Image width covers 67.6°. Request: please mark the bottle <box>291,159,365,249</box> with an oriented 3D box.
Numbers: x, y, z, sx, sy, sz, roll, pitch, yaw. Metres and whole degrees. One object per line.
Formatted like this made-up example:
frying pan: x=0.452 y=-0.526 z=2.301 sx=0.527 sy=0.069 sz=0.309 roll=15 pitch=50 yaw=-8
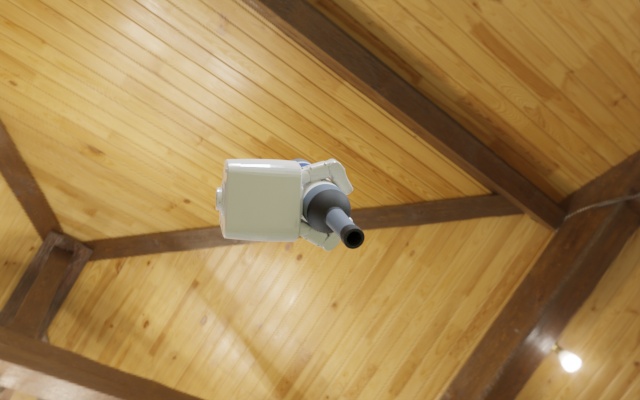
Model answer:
bottle: x=0.000 y=0.002 z=0.709 sx=0.069 sy=0.069 sz=0.295 roll=0 pitch=17 yaw=-17
